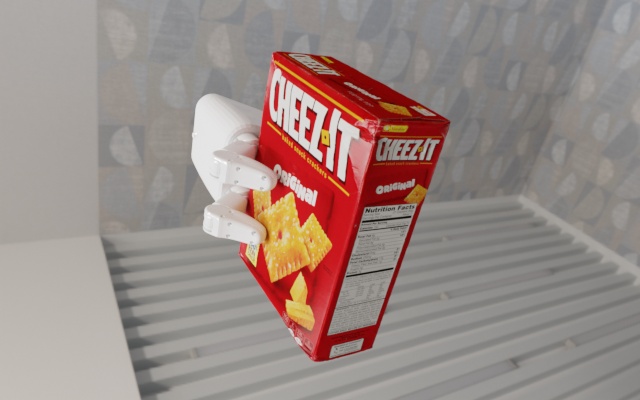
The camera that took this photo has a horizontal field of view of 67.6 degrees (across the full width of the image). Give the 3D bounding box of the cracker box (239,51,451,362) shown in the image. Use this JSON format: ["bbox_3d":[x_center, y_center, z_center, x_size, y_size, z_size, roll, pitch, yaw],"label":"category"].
[{"bbox_3d":[0.000,0.001,0.411,0.072,0.214,0.164,-5,32,-32],"label":"cracker box"}]
